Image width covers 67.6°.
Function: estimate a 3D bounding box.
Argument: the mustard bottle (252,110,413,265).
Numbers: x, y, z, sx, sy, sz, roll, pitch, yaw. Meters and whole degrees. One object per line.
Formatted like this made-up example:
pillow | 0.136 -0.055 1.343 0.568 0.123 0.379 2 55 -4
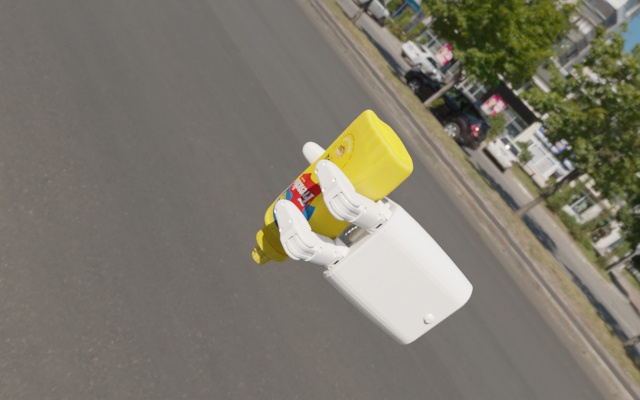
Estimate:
mustard bottle | 0.000 0.001 0.477 0.058 0.192 0.096 35 23 -30
